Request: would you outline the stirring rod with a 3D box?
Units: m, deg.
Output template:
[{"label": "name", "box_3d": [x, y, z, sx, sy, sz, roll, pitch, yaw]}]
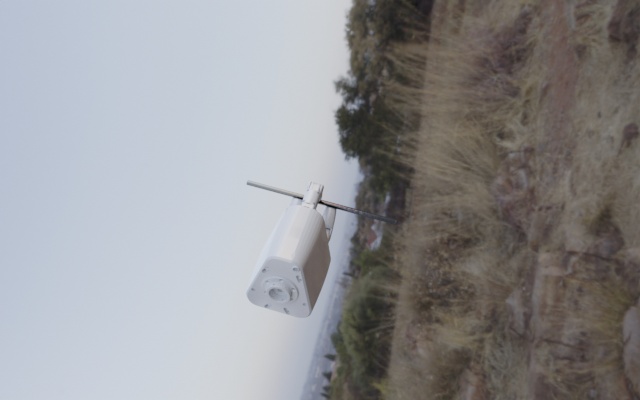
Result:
[{"label": "stirring rod", "box_3d": [0.000, 0.002, 0.744, 0.239, 0.011, 0.011, 15, 1, 5]}]
